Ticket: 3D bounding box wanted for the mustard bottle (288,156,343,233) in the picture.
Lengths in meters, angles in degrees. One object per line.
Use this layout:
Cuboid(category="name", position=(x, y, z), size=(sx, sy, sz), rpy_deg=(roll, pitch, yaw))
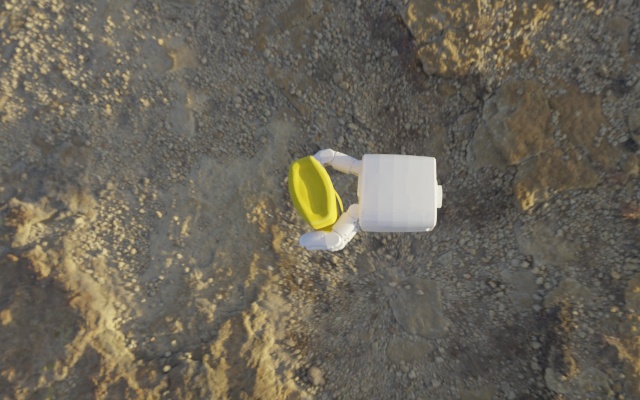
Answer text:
Cuboid(category="mustard bottle", position=(0.000, 0.002, 0.720), size=(0.058, 0.096, 0.192), rpy_deg=(-21, -12, 4))
